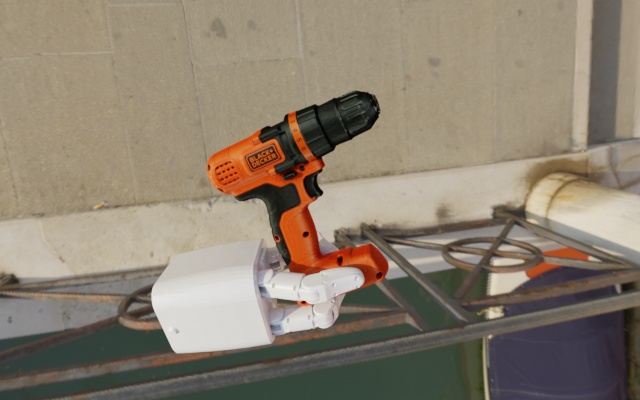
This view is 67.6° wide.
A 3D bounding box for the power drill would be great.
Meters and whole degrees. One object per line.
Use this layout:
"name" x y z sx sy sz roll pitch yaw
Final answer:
"power drill" 0.000 0.002 0.486 0.184 0.188 0.057 -22 11 16
